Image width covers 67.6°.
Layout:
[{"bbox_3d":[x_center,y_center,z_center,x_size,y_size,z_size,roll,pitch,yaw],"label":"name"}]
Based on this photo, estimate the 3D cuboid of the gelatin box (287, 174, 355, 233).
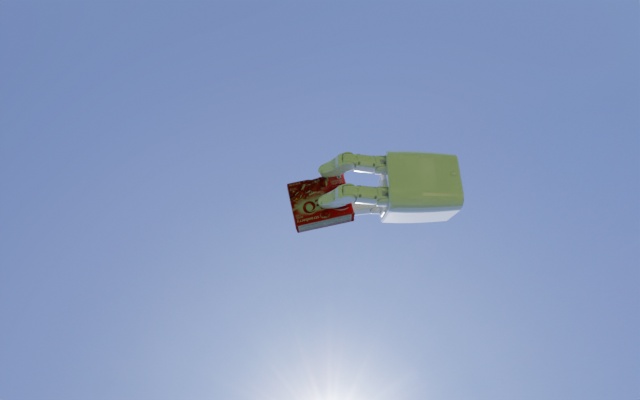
[{"bbox_3d":[0.000,0.003,0.714,0.089,0.073,0.030,-12,-27,-3],"label":"gelatin box"}]
